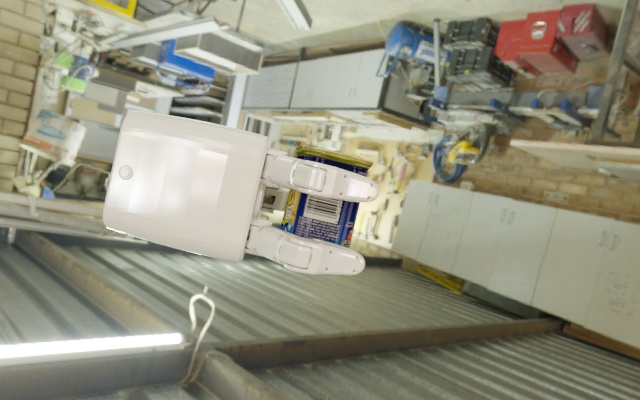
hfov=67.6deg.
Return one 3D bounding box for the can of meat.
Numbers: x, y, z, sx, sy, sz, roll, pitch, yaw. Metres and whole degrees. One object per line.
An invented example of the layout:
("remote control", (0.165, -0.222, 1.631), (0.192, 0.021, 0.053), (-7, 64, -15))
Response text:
("can of meat", (0.000, 0.002, 0.403), (0.057, 0.084, 0.102), (13, 3, -9))
